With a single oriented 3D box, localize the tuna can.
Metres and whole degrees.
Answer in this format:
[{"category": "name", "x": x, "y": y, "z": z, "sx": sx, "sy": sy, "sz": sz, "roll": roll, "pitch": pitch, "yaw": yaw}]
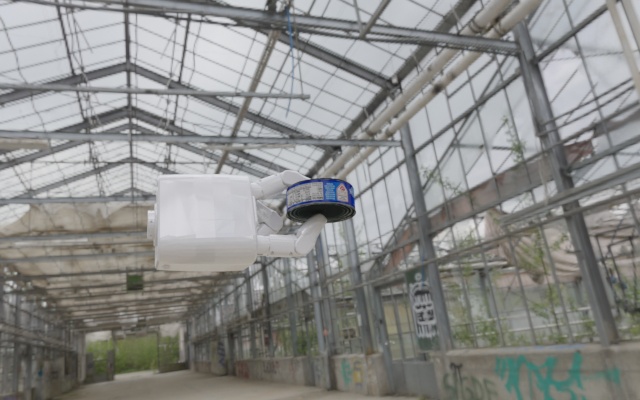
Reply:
[{"category": "tuna can", "x": 0.000, "y": 0.001, "z": 0.587, "sx": 0.086, "sy": 0.033, "sz": 0.086, "roll": -2, "pitch": -18, "yaw": -1}]
